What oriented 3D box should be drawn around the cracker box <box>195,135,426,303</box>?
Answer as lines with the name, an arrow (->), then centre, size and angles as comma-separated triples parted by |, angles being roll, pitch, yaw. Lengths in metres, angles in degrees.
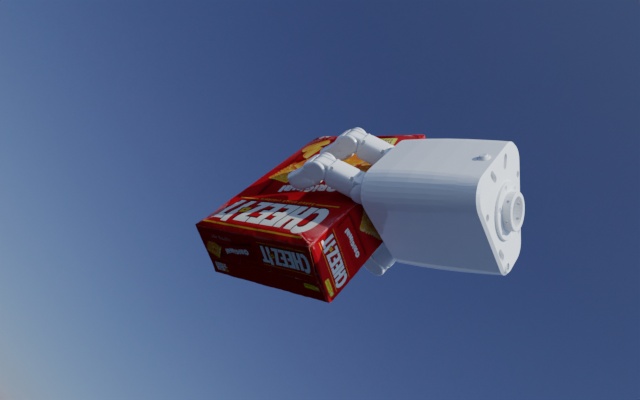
cracker box -> 0.000, 0.002, 0.516 | 0.164, 0.072, 0.213 | 5, 34, 40
